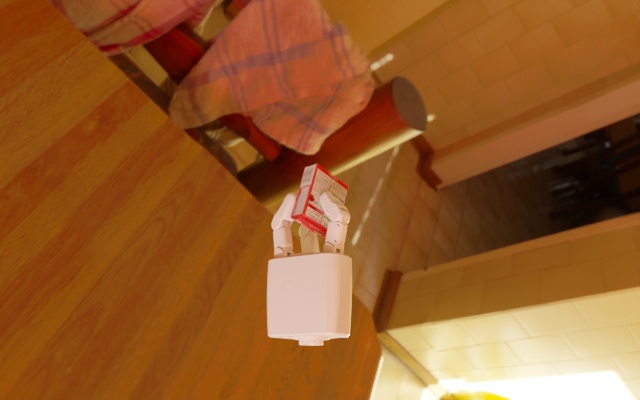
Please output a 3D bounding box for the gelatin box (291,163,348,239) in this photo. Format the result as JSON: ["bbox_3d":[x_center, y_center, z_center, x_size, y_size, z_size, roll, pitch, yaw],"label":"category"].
[{"bbox_3d":[0.001,0.002,0.702,0.030,0.089,0.073,-12,-36,44],"label":"gelatin box"}]
